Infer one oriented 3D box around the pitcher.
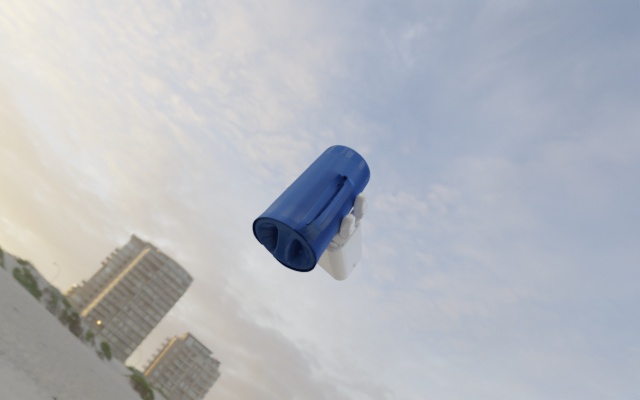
[{"bbox_3d":[0.000,0.003,0.883,0.149,0.145,0.242,19,52,26],"label":"pitcher"}]
